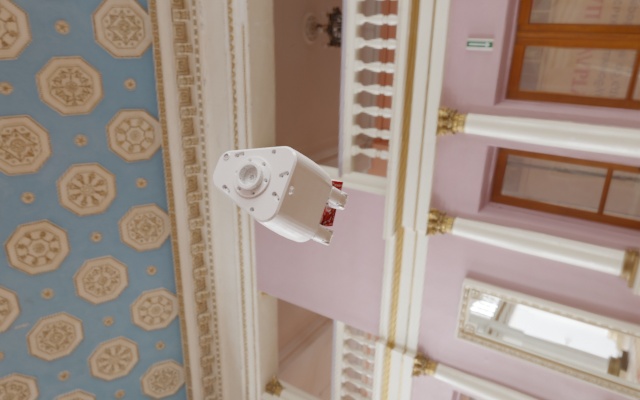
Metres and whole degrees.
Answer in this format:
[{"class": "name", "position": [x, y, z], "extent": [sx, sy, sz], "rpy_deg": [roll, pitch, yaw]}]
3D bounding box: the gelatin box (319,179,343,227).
[{"class": "gelatin box", "position": [0.000, 0.002, 0.717], "extent": [0.030, 0.073, 0.089], "rpy_deg": [15, 5, 22]}]
